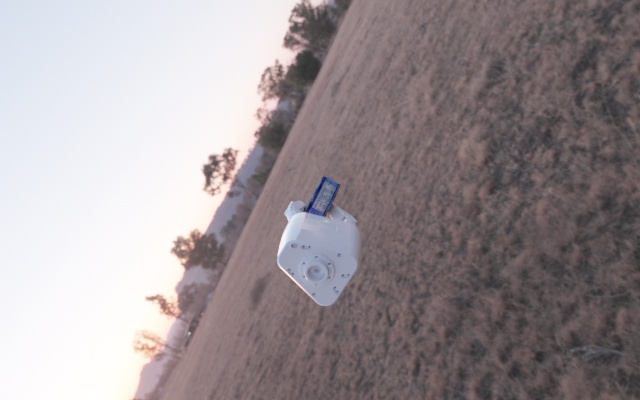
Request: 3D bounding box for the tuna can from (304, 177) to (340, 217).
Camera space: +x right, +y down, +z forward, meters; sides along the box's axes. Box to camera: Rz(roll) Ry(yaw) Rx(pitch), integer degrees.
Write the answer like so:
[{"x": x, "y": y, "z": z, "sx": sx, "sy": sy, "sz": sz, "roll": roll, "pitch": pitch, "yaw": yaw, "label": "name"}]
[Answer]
[{"x": 0.000, "y": 0.002, "z": 0.819, "sx": 0.034, "sy": 0.086, "sz": 0.086, "roll": 27, "pitch": -1, "yaw": -2, "label": "tuna can"}]
